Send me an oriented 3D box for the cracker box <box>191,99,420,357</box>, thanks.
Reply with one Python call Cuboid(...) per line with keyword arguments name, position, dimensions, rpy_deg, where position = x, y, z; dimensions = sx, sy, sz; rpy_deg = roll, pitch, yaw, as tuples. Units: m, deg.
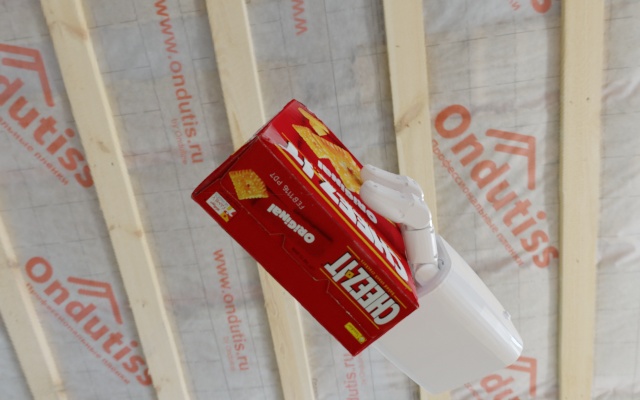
Cuboid(name="cracker box", position=(0.000, 0.001, 0.415), dimensions=(0.072, 0.164, 0.213), rpy_deg=(-41, 11, 15))
